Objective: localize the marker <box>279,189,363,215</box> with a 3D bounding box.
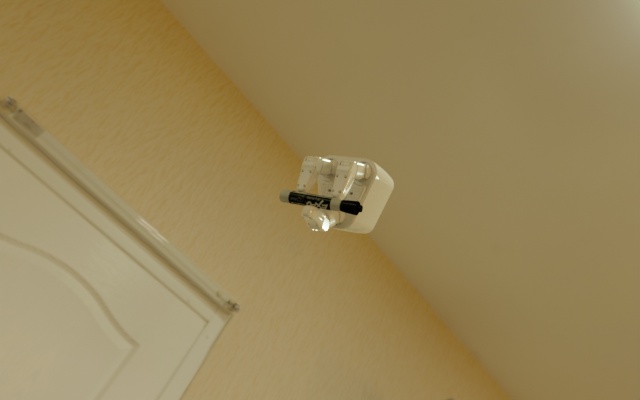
[{"bbox_3d":[0.000,0.002,0.642,0.121,0.020,0.020,10,4,27],"label":"marker"}]
